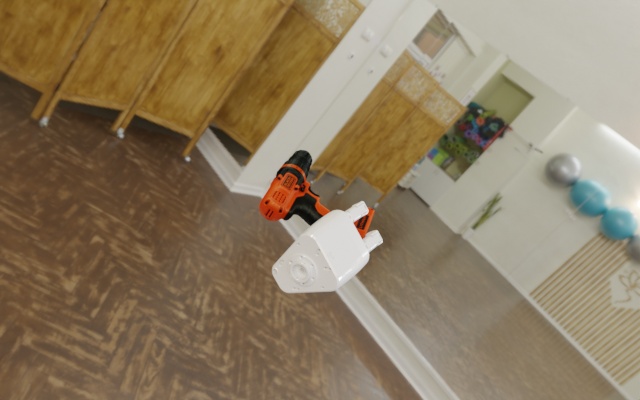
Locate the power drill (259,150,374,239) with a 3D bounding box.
[{"bbox_3d":[0.000,0.003,0.849,0.187,0.184,0.057,31,-46,-3],"label":"power drill"}]
